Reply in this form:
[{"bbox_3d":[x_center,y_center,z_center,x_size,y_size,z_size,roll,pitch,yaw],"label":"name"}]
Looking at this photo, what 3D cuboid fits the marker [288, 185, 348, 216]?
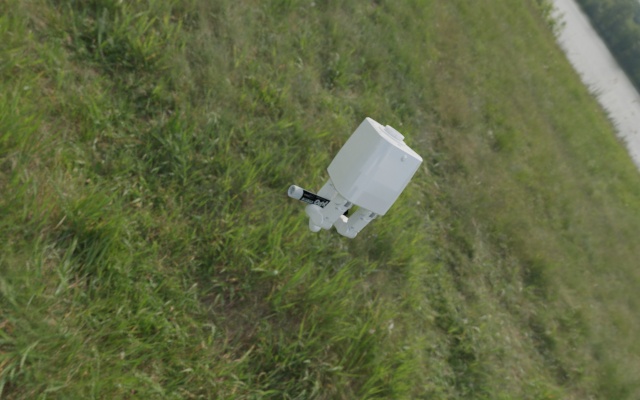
[{"bbox_3d":[0.000,0.003,0.762,0.121,0.020,0.020,22,-14,-38],"label":"marker"}]
